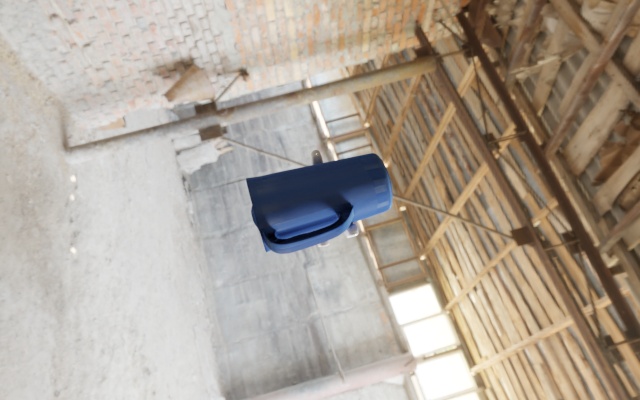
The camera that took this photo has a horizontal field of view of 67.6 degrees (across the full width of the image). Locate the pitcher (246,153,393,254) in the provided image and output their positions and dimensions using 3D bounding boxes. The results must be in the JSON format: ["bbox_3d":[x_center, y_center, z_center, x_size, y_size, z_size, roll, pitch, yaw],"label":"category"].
[{"bbox_3d":[0.000,0.003,0.833,0.243,0.149,0.145,-15,-8,-6],"label":"pitcher"}]
